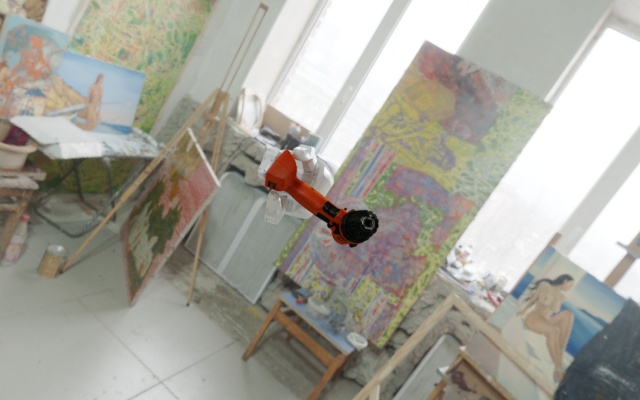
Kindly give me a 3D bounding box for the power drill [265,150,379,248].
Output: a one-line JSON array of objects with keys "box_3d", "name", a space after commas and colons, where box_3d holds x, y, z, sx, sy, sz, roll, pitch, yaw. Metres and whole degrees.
[{"box_3d": [0.000, 0.002, 0.755, 0.187, 0.057, 0.184, 40, -14, -1], "name": "power drill"}]
